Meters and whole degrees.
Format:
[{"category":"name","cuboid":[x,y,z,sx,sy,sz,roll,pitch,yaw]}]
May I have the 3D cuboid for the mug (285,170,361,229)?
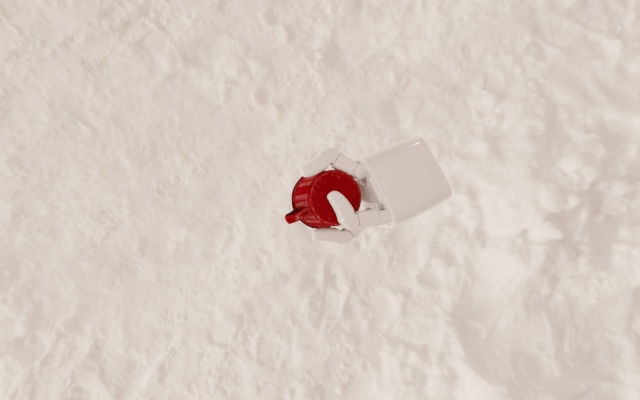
[{"category":"mug","cuboid":[-0.001,0.003,0.709,0.117,0.093,0.081,-26,6,-16]}]
